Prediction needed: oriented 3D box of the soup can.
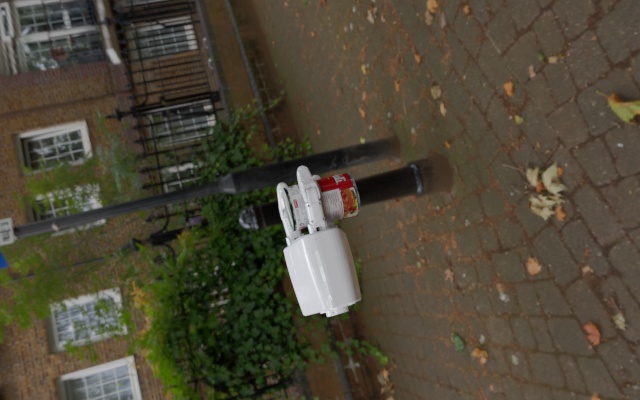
[{"bbox_3d":[0.000,0.002,0.710,0.102,0.068,0.068,-14,2,-11],"label":"soup can"}]
